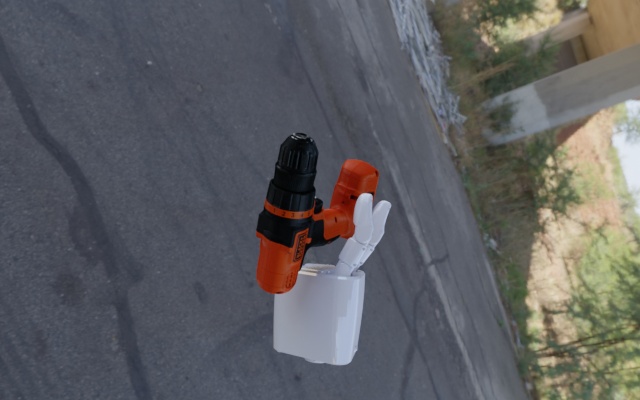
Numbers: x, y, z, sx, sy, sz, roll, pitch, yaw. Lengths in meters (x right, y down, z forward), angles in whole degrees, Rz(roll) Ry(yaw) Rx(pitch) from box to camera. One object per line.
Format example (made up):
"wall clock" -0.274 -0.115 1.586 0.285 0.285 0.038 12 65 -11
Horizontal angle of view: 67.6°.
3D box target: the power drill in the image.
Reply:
"power drill" 0.000 0.002 0.567 0.057 0.184 0.187 26 26 27
